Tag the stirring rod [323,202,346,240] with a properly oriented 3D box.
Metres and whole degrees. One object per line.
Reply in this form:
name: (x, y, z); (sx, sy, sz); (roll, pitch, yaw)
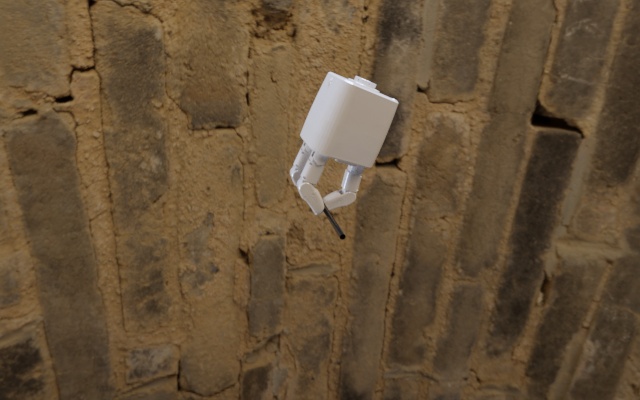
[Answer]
stirring rod: (0.000, 0.002, 0.729); (0.011, 0.011, 0.239); (0, 22, -15)
